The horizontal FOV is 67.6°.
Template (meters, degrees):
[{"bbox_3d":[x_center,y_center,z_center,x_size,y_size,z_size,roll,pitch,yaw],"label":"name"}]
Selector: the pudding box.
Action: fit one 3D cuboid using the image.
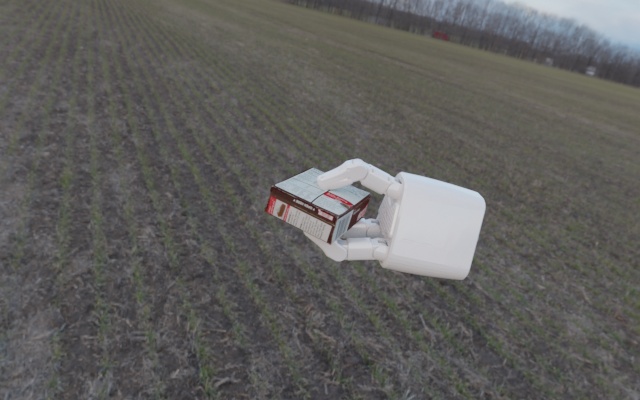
[{"bbox_3d":[0.000,0.002,0.573,0.090,0.039,0.113,25,22,17],"label":"pudding box"}]
